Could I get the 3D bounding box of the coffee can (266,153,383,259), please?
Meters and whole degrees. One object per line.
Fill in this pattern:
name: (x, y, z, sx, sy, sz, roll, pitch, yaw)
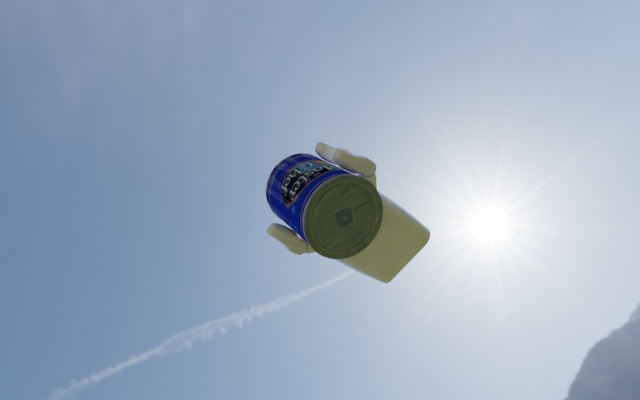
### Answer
coffee can: (0.000, 0.002, 0.612, 0.103, 0.103, 0.140, 0, 16, -25)
